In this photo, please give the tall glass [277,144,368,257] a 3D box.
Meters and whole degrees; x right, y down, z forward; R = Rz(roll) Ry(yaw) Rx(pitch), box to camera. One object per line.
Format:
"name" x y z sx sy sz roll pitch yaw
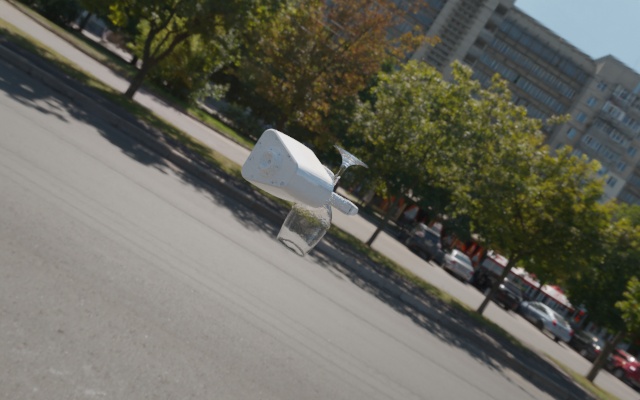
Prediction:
"tall glass" 0.001 0.002 0.861 0.079 0.201 0.079 33 4 -3
